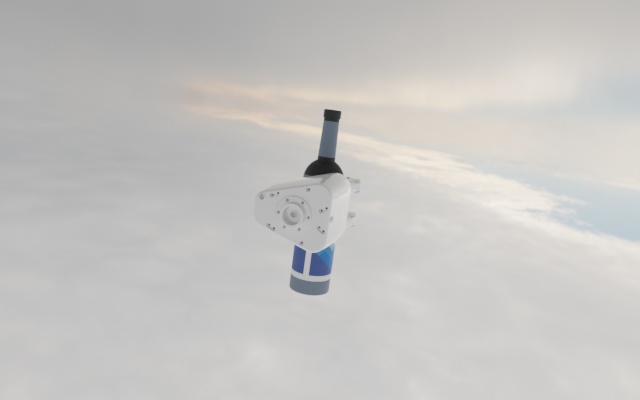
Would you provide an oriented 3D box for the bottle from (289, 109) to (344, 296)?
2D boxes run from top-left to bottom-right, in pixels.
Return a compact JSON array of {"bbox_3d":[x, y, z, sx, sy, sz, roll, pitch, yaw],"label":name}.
[{"bbox_3d":[0.000,0.003,0.770,0.069,0.296,0.069,7,10,-1],"label":"bottle"}]
